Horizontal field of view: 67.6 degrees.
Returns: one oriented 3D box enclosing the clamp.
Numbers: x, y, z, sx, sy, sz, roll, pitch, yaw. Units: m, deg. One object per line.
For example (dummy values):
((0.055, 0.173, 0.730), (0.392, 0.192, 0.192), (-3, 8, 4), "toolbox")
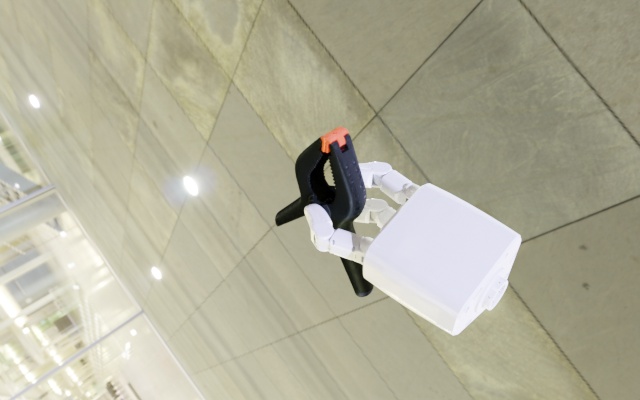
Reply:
((0.000, 0.002, 0.549), (0.164, 0.210, 0.036), (32, 51, 32), "clamp")
